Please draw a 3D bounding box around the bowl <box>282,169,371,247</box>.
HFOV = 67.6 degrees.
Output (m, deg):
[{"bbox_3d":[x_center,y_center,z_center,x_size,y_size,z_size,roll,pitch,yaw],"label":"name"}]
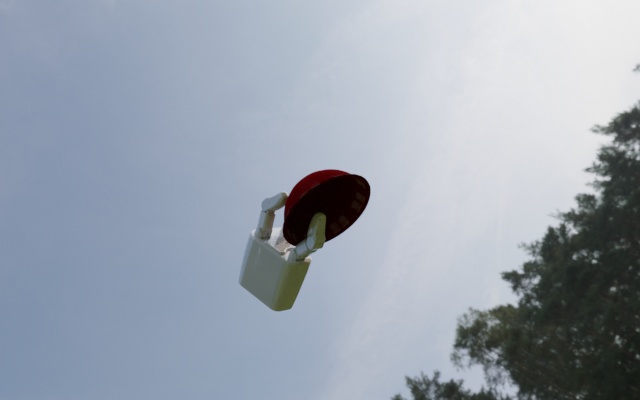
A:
[{"bbox_3d":[0.001,0.001,0.778,0.162,0.162,0.055,0,43,-41],"label":"bowl"}]
